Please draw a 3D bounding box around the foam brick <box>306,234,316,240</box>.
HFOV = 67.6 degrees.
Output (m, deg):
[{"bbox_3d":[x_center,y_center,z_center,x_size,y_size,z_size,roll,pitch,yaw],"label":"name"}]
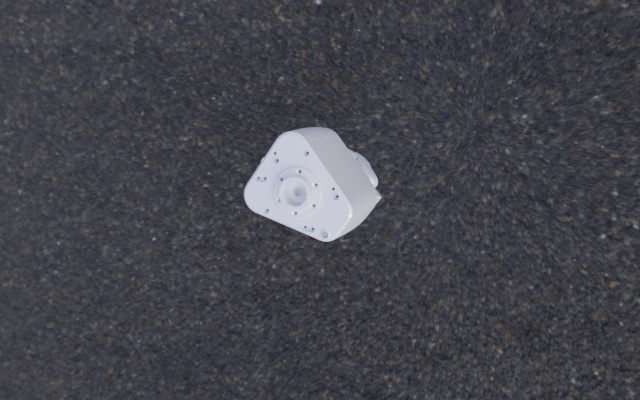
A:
[{"bbox_3d":[0.000,0.002,0.598,0.053,0.078,0.051,39,18,9],"label":"foam brick"}]
